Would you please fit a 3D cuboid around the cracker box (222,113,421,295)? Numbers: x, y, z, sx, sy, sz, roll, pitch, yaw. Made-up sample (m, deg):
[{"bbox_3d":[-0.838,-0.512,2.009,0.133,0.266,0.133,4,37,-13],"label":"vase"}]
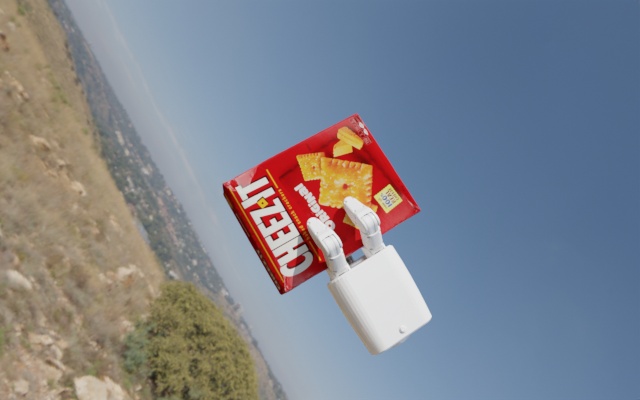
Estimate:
[{"bbox_3d":[0.000,0.002,0.646,0.213,0.164,0.072,-29,-7,-14],"label":"cracker box"}]
